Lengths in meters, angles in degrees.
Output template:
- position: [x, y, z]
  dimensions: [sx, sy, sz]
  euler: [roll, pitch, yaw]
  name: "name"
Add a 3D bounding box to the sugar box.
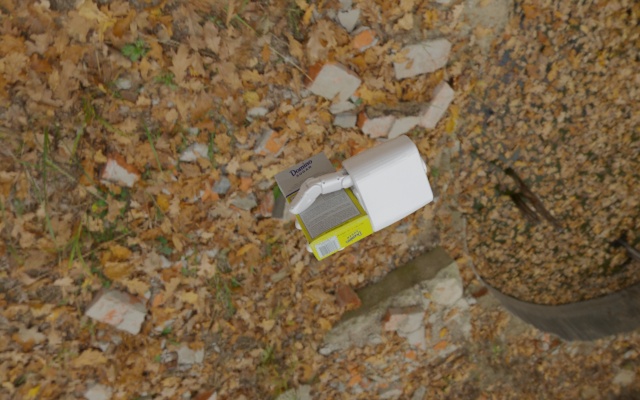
- position: [0.000, 0.003, 0.734]
  dimensions: [0.093, 0.048, 0.176]
  euler: [-26, 41, -4]
  name: "sugar box"
